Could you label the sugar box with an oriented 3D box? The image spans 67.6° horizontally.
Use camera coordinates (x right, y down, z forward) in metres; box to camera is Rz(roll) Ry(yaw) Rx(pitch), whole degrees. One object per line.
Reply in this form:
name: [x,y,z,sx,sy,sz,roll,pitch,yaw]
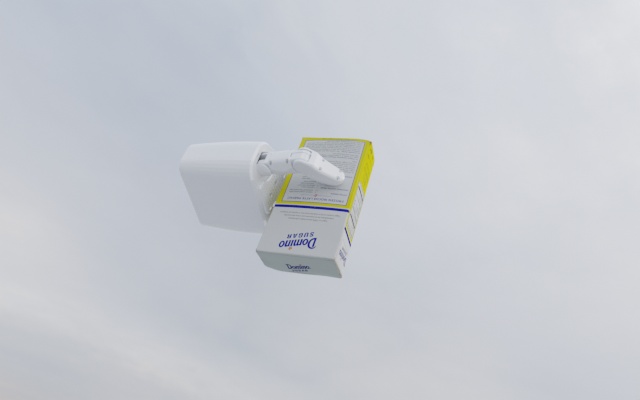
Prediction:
sugar box: [0.000,0.002,0.557,0.093,0.176,0.048,5,-36,21]
